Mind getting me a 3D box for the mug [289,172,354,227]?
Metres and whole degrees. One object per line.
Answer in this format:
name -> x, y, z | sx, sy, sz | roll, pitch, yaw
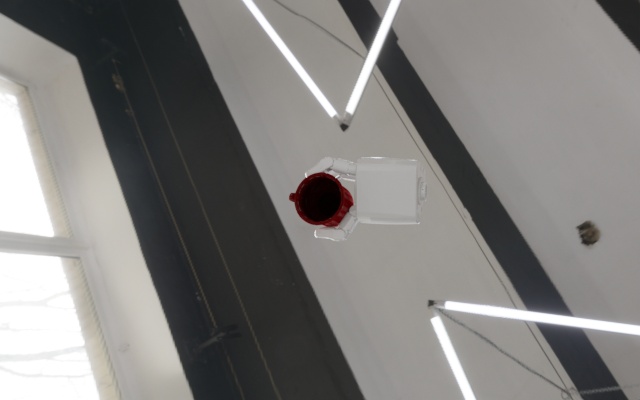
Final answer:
mug -> -0.001, 0.003, 0.863 | 0.117, 0.093, 0.081 | 4, -9, 22
